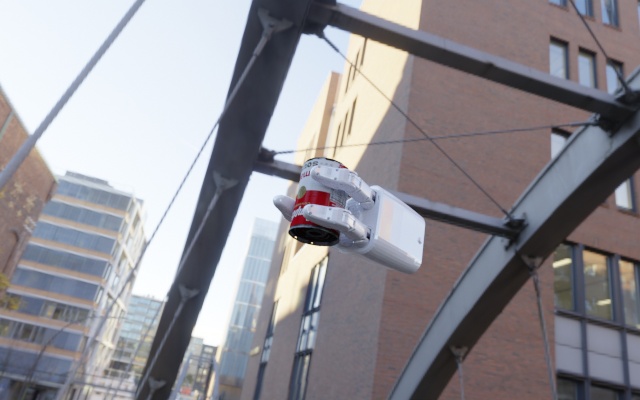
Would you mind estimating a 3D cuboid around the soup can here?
[{"bbox_3d":[0.000,0.002,0.637,0.068,0.102,0.068,9,-23,4],"label":"soup can"}]
